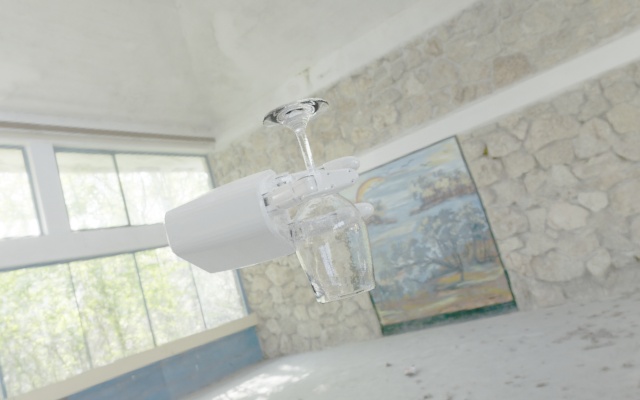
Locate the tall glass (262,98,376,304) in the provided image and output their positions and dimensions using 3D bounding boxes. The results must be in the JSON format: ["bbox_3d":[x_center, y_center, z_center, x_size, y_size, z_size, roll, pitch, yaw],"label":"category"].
[{"bbox_3d":[0.000,0.001,0.497,0.079,0.201,0.079,-16,-8,-2],"label":"tall glass"}]
